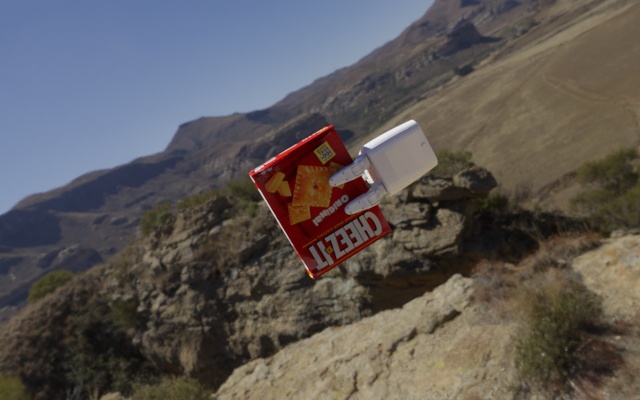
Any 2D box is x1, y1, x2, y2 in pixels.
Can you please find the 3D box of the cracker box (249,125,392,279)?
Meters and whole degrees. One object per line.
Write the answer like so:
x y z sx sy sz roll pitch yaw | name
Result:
0.000 0.003 0.831 0.164 0.214 0.072 -31 9 -5 | cracker box
